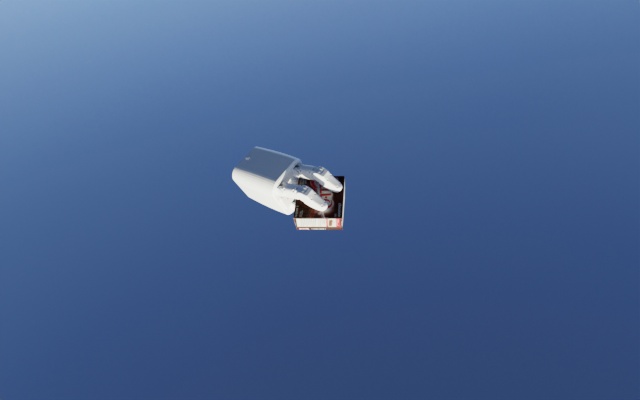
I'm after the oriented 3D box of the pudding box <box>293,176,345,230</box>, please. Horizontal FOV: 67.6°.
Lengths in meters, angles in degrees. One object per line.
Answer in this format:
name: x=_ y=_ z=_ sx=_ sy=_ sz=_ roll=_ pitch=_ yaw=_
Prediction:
pudding box: x=0.000 y=0.003 z=0.900 sx=0.090 sy=0.113 sz=0.039 roll=-1 pitch=-41 yaw=6
